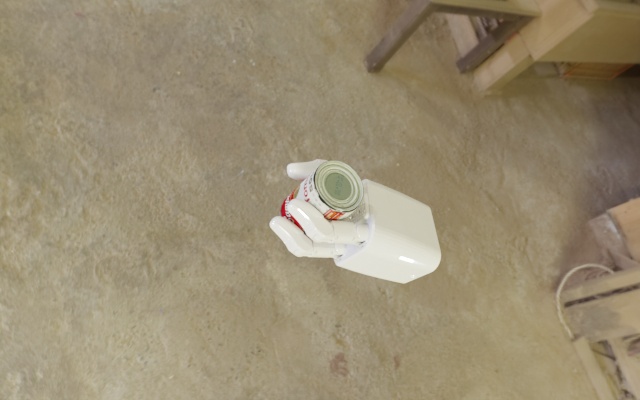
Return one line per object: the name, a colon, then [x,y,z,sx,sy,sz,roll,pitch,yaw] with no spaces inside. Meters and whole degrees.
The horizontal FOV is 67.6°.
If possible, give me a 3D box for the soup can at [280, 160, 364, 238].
soup can: [0.000,0.002,0.591,0.068,0.068,0.102,0,-23,-29]
